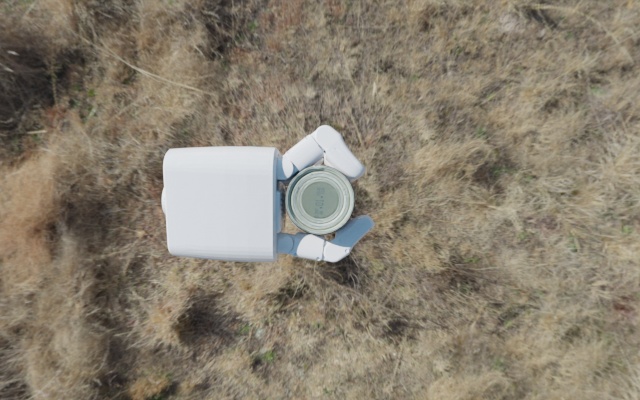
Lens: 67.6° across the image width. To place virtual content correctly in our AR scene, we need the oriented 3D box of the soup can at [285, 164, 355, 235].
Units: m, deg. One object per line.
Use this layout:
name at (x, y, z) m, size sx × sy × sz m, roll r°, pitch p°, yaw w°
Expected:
soup can at (0.001, 0.002, 0.493) m, size 0.068 × 0.068 × 0.102 m, roll 0°, pitch -3°, yaw 1°
